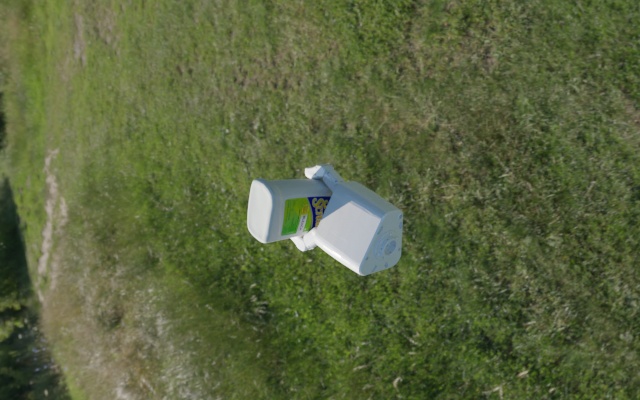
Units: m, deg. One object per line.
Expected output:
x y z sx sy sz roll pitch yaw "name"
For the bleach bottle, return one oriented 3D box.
0.000 0.003 0.814 0.251 0.103 0.068 -9 31 -39 "bleach bottle"
